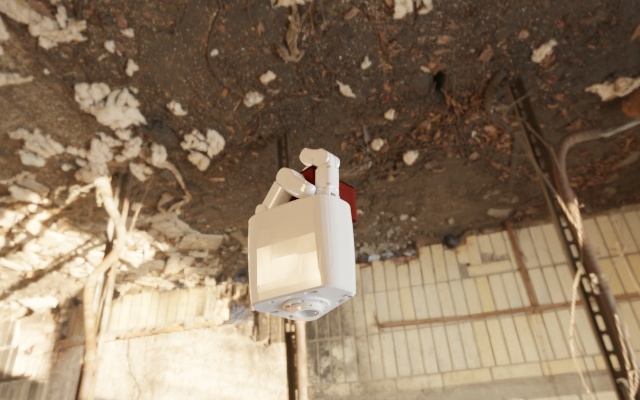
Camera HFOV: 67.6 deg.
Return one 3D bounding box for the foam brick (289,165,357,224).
[{"bbox_3d":[0.000,0.002,0.585,0.053,0.051,0.078,-30,-39,35],"label":"foam brick"}]
